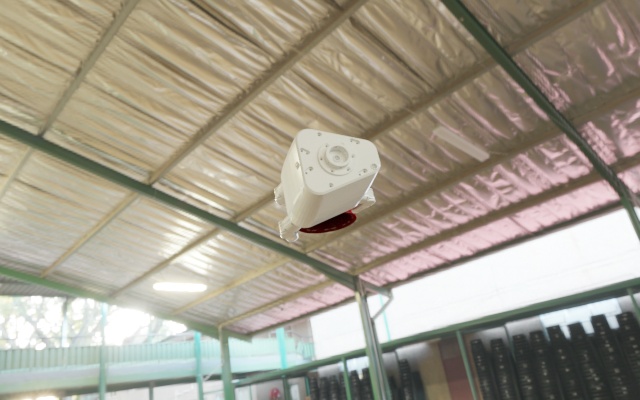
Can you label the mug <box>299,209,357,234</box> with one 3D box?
[{"bbox_3d":[0.000,0.003,0.749,0.093,0.081,0.117,-4,-22,-16],"label":"mug"}]
